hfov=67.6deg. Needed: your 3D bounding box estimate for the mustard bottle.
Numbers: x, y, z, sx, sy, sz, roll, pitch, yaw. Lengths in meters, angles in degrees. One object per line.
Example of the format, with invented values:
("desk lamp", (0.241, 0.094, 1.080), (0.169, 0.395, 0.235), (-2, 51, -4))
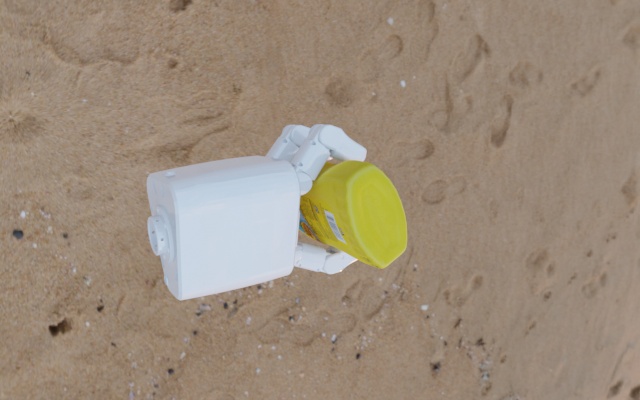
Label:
("mustard bottle", (0.000, 0.001, 0.483), (0.058, 0.096, 0.191), (-37, 26, -22))
